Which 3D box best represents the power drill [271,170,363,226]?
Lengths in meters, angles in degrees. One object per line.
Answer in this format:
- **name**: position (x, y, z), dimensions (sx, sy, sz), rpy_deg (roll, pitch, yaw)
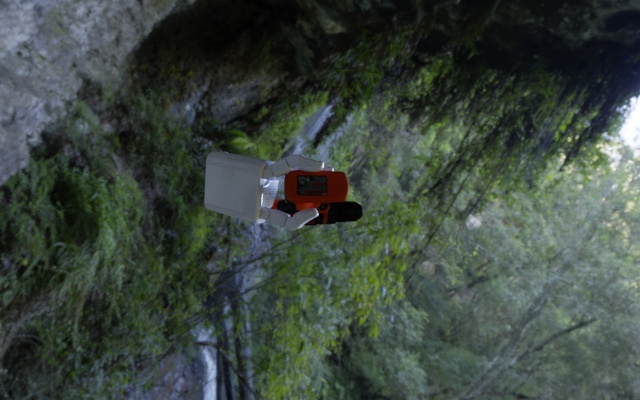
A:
- **power drill**: position (0.000, 0.003, 0.871), dimensions (0.184, 0.057, 0.188), rpy_deg (-1, -18, -7)
